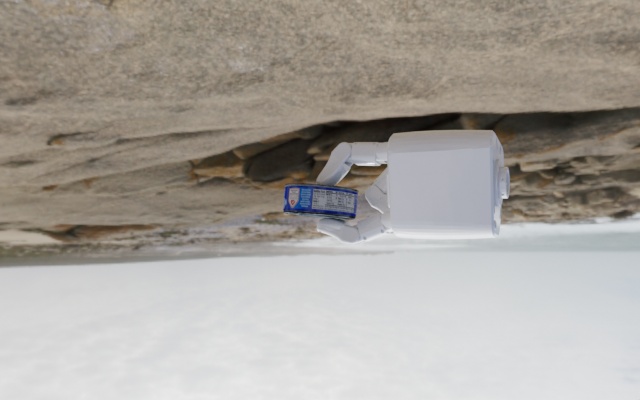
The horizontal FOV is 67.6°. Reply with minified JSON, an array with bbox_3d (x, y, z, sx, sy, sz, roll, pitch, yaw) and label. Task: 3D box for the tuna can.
[{"bbox_3d":[0.000,0.002,0.551,0.086,0.034,0.086,5,-4,0],"label":"tuna can"}]
